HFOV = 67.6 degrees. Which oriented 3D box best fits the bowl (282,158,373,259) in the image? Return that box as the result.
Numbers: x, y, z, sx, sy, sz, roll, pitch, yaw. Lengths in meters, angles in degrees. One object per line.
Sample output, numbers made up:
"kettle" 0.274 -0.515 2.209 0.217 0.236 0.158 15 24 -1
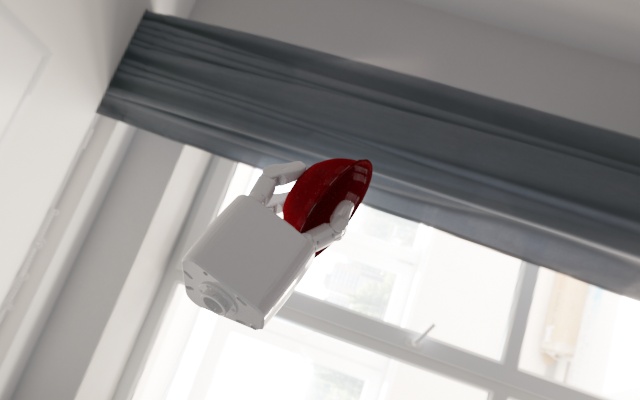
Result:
"bowl" 0.001 0.001 0.633 0.055 0.162 0.162 35 14 20
